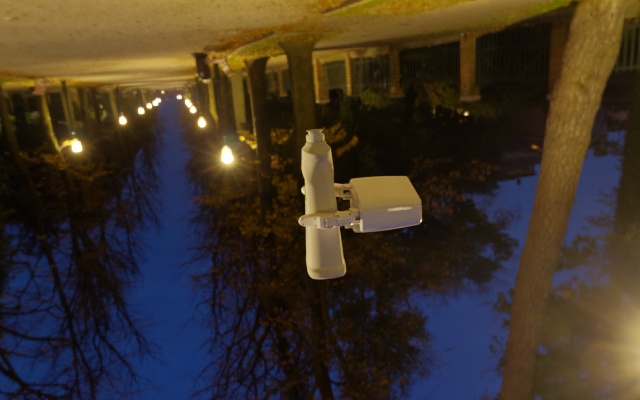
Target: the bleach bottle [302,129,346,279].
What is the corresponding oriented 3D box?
[{"bbox_3d":[0.000,0.003,0.838,0.068,0.251,0.102,-6,14,-5],"label":"bleach bottle"}]
